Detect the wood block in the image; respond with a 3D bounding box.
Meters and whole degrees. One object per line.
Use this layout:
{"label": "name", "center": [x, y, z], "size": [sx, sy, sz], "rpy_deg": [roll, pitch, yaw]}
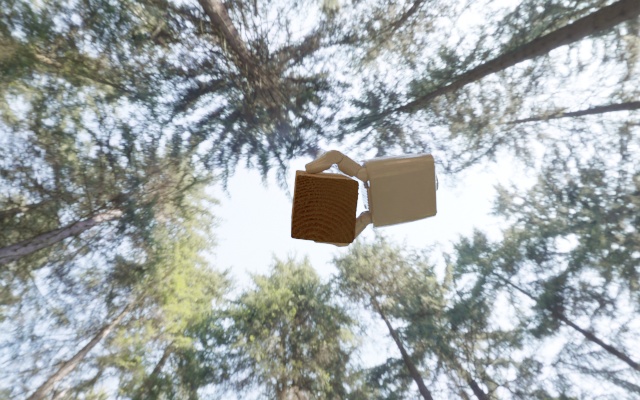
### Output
{"label": "wood block", "center": [0.000, 0.003, 0.753], "size": [0.090, 0.091, 0.206], "rpy_deg": [5, 5, -4]}
